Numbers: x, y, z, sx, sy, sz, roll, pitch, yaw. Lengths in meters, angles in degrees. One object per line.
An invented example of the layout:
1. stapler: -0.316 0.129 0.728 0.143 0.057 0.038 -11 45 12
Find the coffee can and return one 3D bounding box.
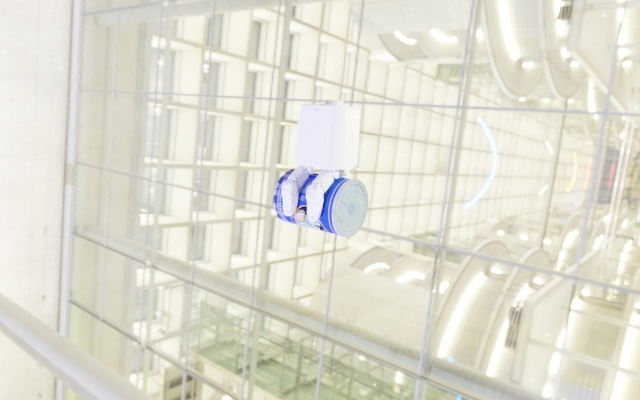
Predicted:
1. coffee can: 0.000 0.003 0.859 0.140 0.103 0.103 12 7 36
